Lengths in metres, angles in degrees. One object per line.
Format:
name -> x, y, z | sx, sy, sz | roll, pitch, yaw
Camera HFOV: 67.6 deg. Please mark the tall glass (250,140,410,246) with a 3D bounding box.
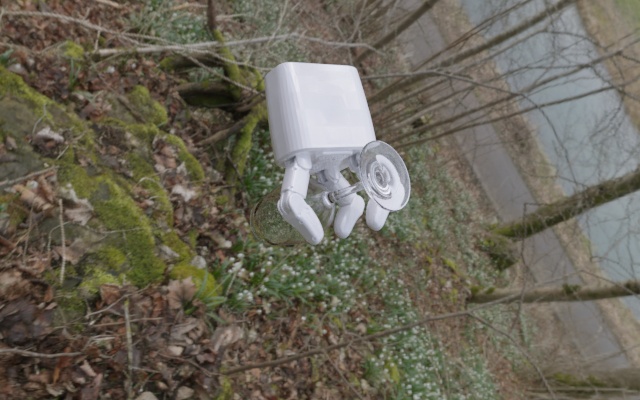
tall glass -> 0.001, 0.002, 0.542 | 0.079, 0.079, 0.201 | 0, -16, -43
